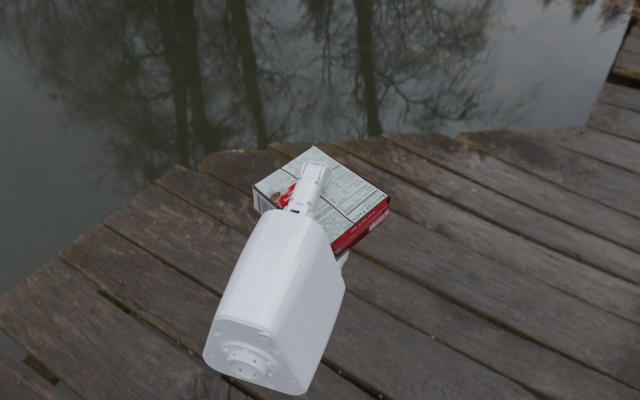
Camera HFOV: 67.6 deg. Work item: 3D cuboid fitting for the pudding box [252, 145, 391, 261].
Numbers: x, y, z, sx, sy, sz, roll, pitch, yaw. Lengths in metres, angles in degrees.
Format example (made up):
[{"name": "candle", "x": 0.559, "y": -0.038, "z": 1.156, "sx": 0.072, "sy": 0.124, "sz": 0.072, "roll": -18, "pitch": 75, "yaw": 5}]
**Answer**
[{"name": "pudding box", "x": 0.000, "y": 0.001, "z": 0.480, "sx": 0.090, "sy": 0.039, "sz": 0.113, "roll": -36, "pitch": 58, "yaw": -28}]
